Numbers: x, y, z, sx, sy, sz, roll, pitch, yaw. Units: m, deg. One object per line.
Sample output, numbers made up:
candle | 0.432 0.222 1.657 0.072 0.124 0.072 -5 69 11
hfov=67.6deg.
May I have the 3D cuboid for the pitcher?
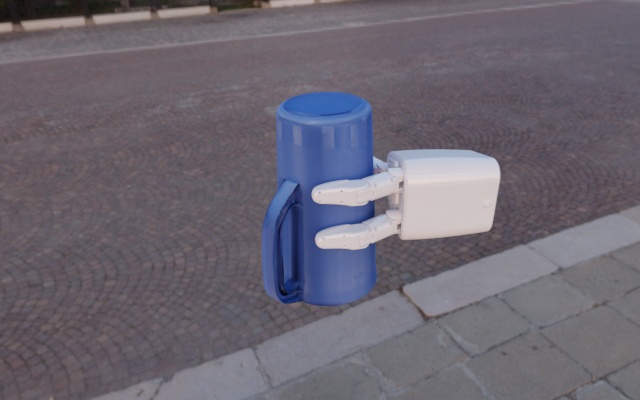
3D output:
pitcher | 0.000 0.002 0.581 0.145 0.243 0.149 -3 28 -2
